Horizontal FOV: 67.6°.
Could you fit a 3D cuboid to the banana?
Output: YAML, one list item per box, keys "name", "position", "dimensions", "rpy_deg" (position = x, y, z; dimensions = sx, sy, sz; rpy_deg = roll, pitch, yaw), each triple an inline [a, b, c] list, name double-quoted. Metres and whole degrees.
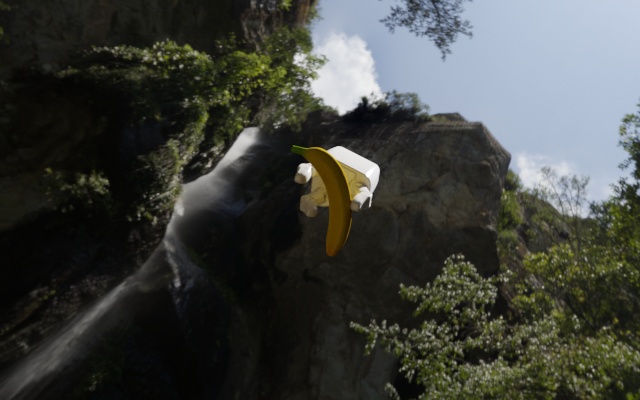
- name: "banana"
  position: [0.016, -0.005, 0.777]
  dimensions: [0.069, 0.198, 0.037]
  rpy_deg: [-14, 13, 17]
